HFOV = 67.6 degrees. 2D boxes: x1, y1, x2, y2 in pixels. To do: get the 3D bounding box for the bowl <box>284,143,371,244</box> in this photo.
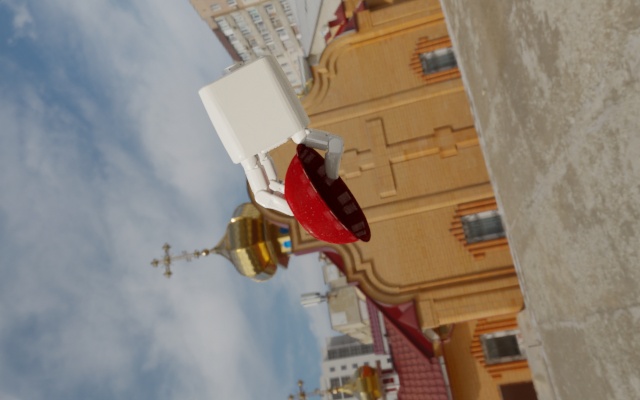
[{"bbox_3d":[0.001,0.003,0.649,0.055,0.162,0.162,-36,-11,15],"label":"bowl"}]
